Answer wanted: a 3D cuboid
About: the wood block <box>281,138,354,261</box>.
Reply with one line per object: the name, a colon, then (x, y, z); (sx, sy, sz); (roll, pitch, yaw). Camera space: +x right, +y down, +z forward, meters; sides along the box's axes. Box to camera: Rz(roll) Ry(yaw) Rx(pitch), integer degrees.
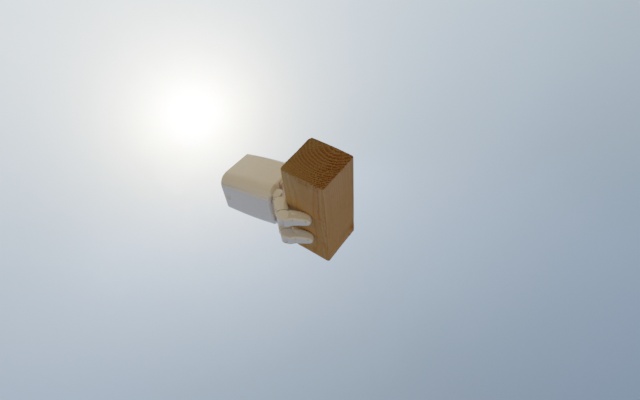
wood block: (0.000, 0.003, 0.854); (0.090, 0.090, 0.206); (27, -32, 23)
